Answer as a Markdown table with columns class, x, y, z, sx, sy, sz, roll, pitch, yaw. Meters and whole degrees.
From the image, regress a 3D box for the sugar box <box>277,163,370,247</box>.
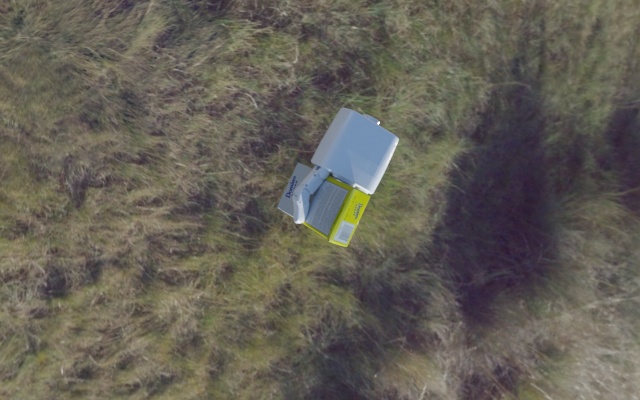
| class | x | y | z | sx | sy | sz | roll | pitch | yaw |
| --- | --- | --- | --- | --- | --- | --- | --- | --- | --- |
| sugar box | 0.001 | 0.003 | 0.810 | 0.048 | 0.093 | 0.176 | 23 | 4 | -35 |
